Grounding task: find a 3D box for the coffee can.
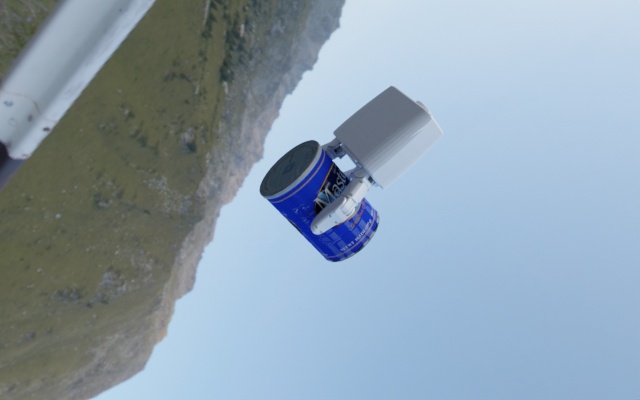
[{"bbox_3d":[0.000,0.002,0.659,0.140,0.102,0.103,47,-25,-26],"label":"coffee can"}]
